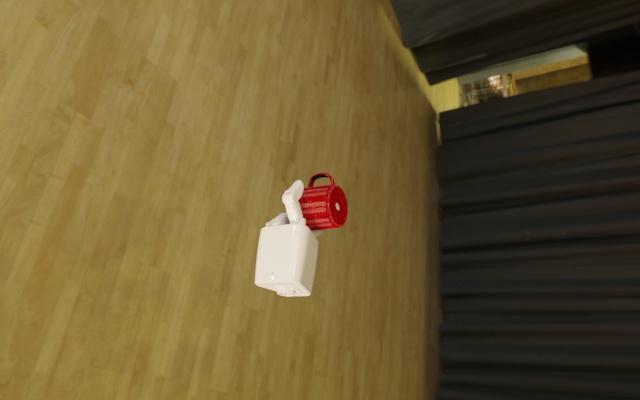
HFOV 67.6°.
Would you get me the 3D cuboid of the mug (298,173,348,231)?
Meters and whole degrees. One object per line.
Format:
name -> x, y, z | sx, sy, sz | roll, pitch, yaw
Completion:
mug -> 0.000, 0.002, 0.900 | 0.081, 0.117, 0.093 | -7, -24, 29
